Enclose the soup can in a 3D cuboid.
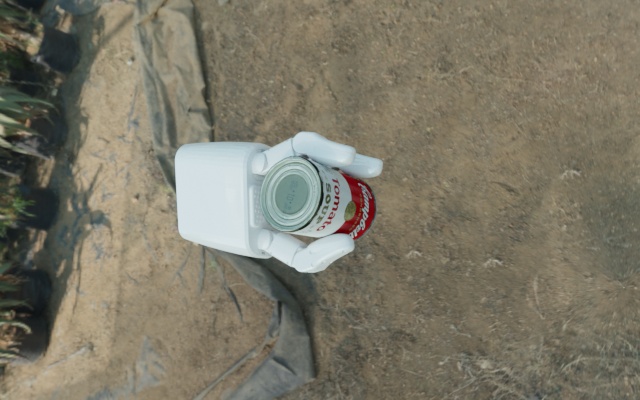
[{"bbox_3d":[0.000,0.002,0.444,0.068,0.068,0.102,0,-9,33],"label":"soup can"}]
